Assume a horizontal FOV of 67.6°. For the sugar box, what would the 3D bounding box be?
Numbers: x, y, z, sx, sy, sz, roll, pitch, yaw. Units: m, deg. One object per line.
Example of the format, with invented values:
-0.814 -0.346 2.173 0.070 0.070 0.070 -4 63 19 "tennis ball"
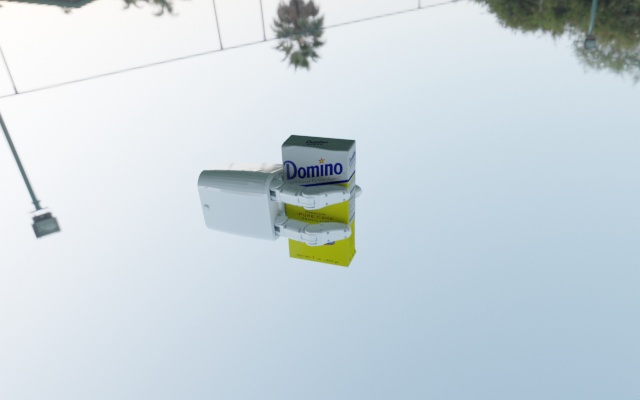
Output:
0.000 0.002 0.650 0.093 0.176 0.048 7 31 17 "sugar box"
